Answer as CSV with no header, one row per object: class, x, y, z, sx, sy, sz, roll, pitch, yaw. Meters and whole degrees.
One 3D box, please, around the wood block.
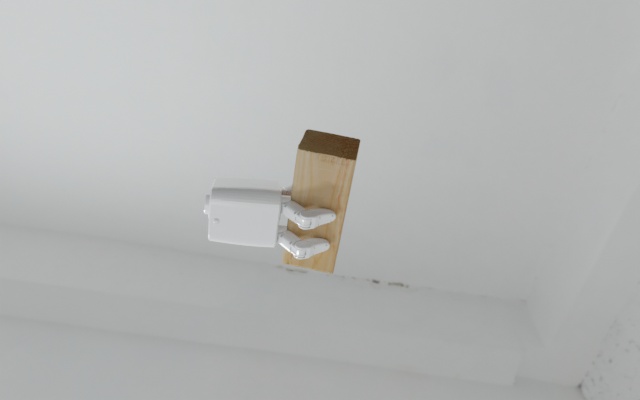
wood block,0.000,0.002,0.772,0.090,0.206,0.090,11,29,3
